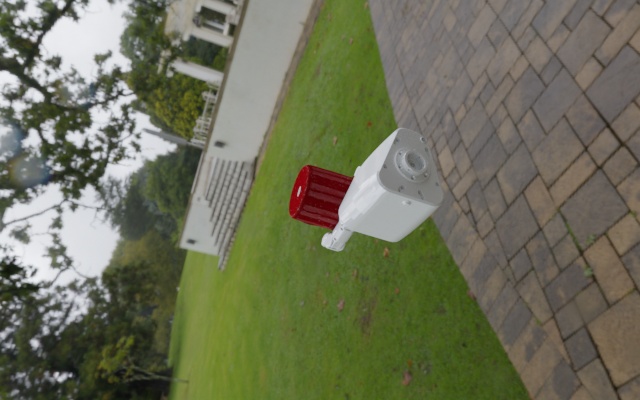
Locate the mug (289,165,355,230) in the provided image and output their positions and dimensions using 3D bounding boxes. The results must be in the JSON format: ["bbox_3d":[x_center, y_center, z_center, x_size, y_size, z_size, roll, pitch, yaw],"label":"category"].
[{"bbox_3d":[-0.001,0.003,0.704,0.081,0.093,0.117,16,-33,-16],"label":"mug"}]
